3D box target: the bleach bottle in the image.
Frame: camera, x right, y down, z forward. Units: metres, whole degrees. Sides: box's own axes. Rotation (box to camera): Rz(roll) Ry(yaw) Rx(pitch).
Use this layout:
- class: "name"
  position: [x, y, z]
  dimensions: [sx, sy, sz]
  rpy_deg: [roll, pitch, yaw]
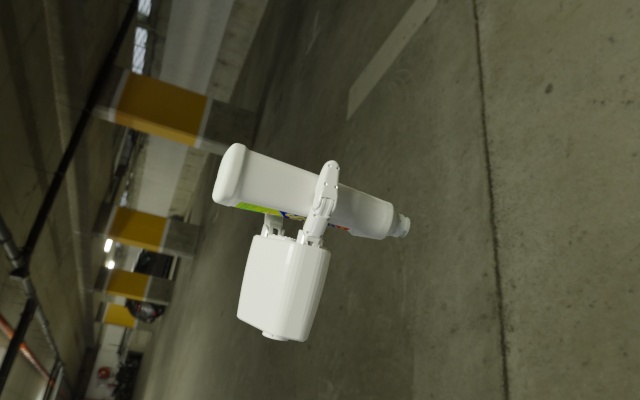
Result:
- class: "bleach bottle"
  position: [0.000, 0.002, 0.590]
  dimensions: [0.251, 0.068, 0.102]
  rpy_deg: [16, -9, -17]
